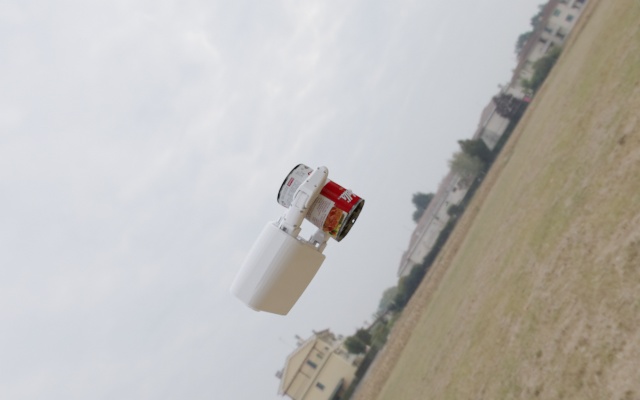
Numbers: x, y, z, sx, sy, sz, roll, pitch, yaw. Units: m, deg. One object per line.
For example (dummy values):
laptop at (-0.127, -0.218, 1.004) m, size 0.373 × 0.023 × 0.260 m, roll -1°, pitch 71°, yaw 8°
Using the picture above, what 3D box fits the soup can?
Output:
soup can at (0.000, 0.002, 0.654) m, size 0.102 × 0.068 × 0.068 m, roll 31°, pitch 8°, yaw 14°
